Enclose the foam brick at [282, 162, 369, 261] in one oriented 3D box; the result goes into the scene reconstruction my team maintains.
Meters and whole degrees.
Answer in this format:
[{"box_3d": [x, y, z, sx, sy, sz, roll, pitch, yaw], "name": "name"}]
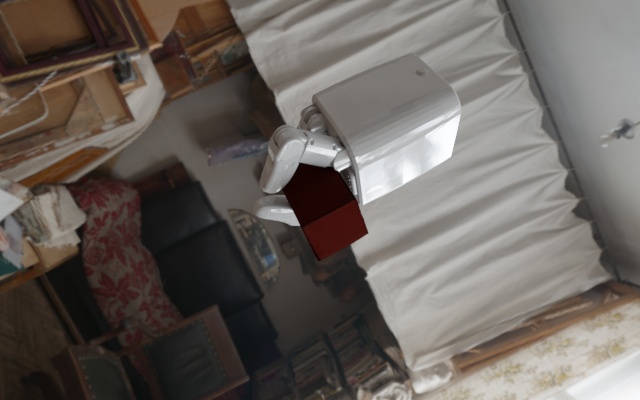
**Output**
[{"box_3d": [0.000, 0.002, 0.420, 0.051, 0.078, 0.053, -26, -41, -3], "name": "foam brick"}]
